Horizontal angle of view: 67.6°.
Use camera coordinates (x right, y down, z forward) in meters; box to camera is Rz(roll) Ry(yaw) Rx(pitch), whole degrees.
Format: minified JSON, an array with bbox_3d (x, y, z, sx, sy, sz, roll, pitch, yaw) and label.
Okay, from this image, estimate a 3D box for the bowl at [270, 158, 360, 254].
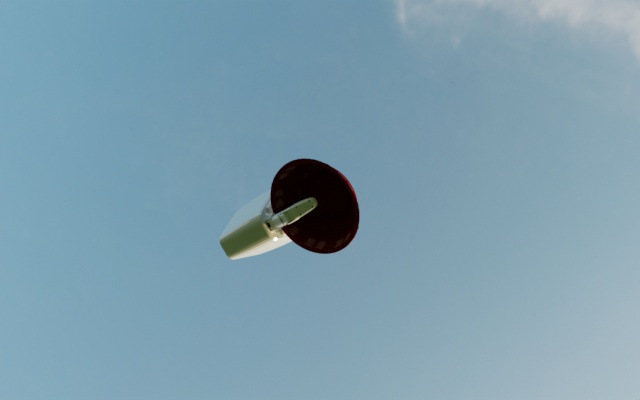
[{"bbox_3d":[0.001,0.002,0.769,0.162,0.162,0.055,0,21,32],"label":"bowl"}]
